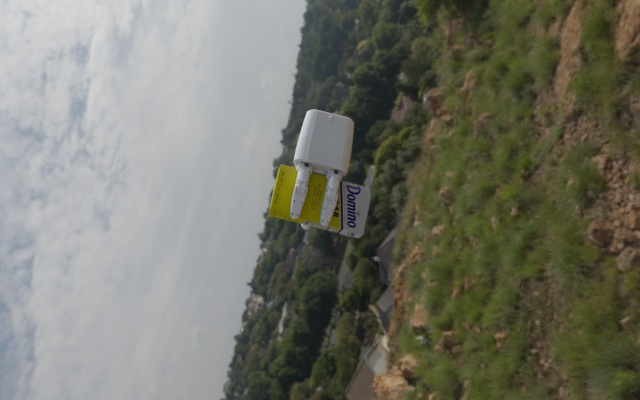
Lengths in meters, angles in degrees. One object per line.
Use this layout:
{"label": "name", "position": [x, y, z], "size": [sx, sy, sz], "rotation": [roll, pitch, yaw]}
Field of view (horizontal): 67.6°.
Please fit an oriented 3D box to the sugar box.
{"label": "sugar box", "position": [0.000, 0.003, 0.874], "size": [0.176, 0.093, 0.048], "rotation": [13, -17, -5]}
